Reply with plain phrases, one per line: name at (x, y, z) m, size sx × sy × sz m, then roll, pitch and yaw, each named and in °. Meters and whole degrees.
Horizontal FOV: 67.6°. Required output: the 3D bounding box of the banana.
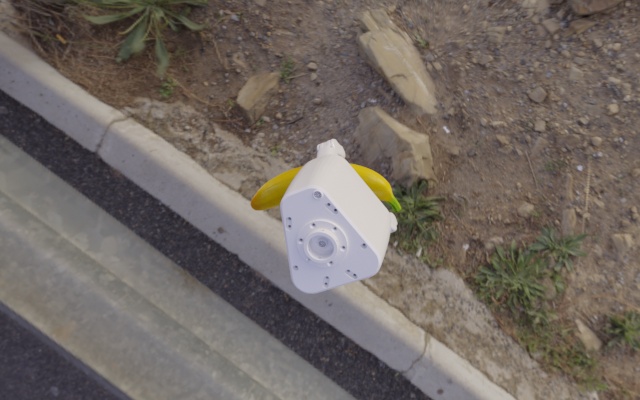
banana at (0.003, -0.015, 0.606) m, size 0.198 × 0.070 × 0.037 m, roll 2°, pitch 22°, yaw 9°
